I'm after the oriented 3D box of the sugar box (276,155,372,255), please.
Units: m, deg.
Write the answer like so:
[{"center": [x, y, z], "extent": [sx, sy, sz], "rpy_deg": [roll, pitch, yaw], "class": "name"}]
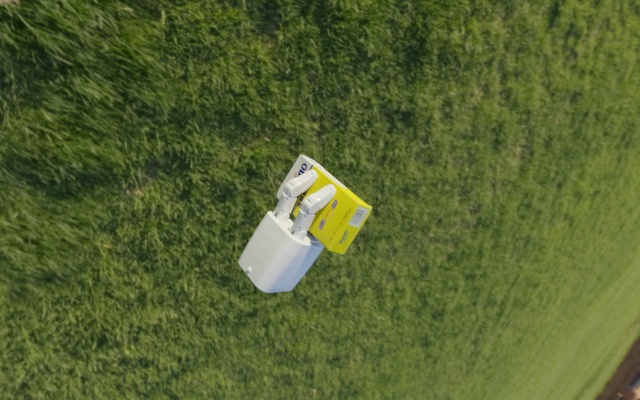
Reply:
[{"center": [0.000, 0.003, 0.809], "extent": [0.048, 0.093, 0.176], "rpy_deg": [20, 15, -48], "class": "sugar box"}]
